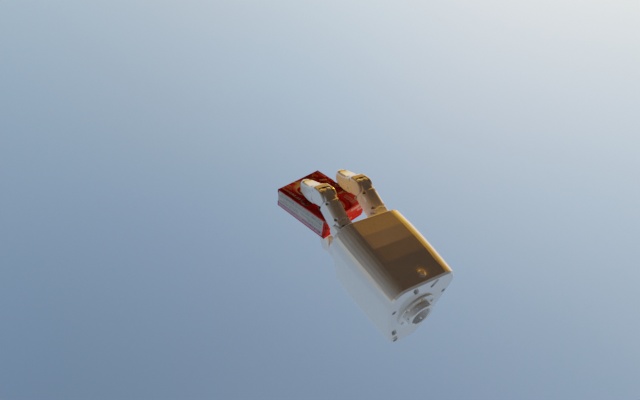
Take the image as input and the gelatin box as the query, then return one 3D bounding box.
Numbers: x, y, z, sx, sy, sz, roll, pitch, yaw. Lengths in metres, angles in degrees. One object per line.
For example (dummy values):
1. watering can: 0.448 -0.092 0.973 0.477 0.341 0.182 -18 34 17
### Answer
1. gelatin box: 0.000 0.002 0.618 0.089 0.030 0.073 34 45 32
